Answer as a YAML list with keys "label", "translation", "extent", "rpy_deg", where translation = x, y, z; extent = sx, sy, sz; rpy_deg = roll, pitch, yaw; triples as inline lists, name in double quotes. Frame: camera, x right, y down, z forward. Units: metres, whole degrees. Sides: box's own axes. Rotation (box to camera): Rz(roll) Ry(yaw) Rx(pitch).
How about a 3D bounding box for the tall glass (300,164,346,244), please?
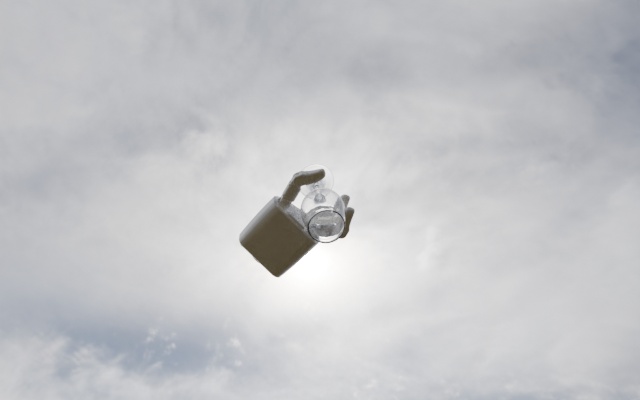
- label: "tall glass"
  translation: [0.000, 0.002, 0.866]
  extent: [0.079, 0.079, 0.201]
  rpy_deg: [0, 24, -7]
